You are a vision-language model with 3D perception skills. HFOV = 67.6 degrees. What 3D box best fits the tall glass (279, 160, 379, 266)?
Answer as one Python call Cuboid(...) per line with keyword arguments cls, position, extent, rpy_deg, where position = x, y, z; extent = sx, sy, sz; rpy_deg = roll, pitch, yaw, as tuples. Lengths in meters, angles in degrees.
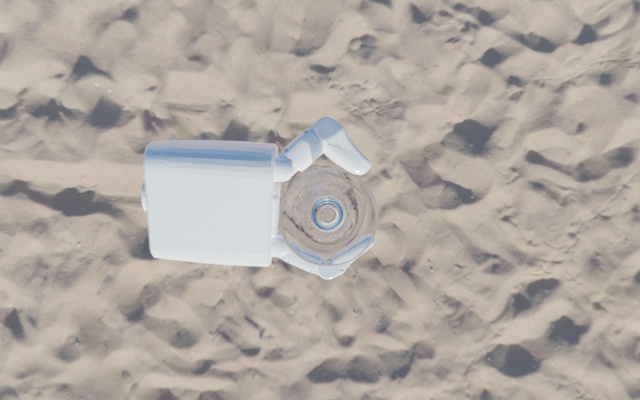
Cuboid(cls="tall glass", position=(0.000, 0.002, 0.451), extent=(0.079, 0.079, 0.201), rpy_deg=(0, 6, -3))
